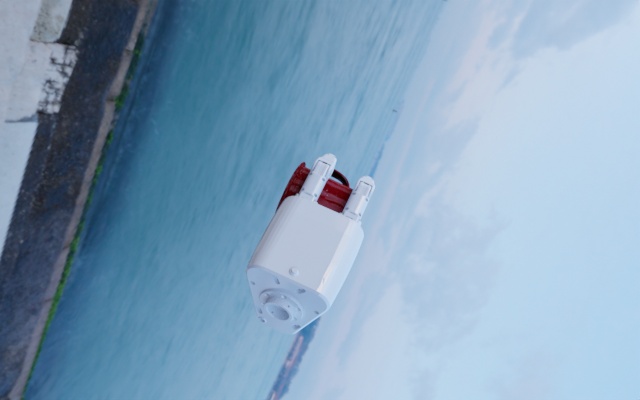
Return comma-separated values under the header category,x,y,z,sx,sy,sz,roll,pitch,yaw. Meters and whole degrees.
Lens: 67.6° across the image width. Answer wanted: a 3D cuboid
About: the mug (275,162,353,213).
category,x,y,z,sx,sy,sz,roll,pitch,yaw
mug,0.001,0.001,0.613,0.081,0.117,0.093,25,-42,5
